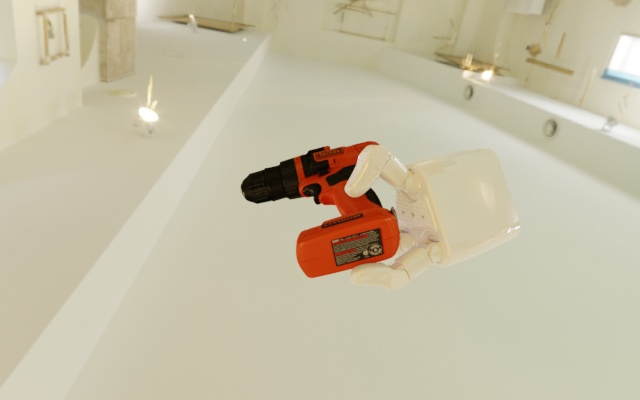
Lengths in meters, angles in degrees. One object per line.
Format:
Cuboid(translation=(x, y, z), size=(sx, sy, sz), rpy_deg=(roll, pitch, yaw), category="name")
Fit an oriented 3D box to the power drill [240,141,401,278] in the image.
Cuboid(translation=(0.000, 0.002, 0.541), size=(0.184, 0.057, 0.187), rpy_deg=(-16, 35, 0), category="power drill")
